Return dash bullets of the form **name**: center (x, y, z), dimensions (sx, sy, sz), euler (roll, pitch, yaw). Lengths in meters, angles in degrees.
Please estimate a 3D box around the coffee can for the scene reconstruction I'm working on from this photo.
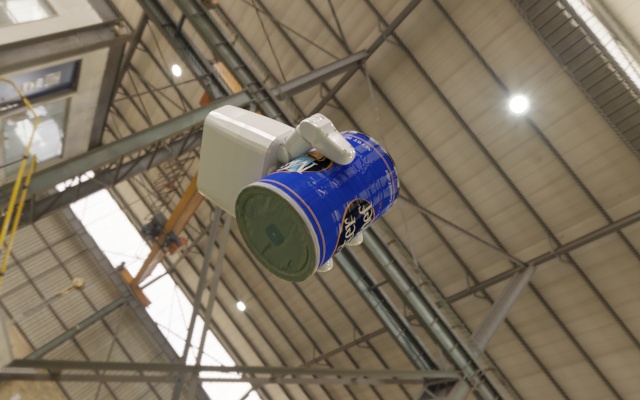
- **coffee can**: center (0.000, 0.002, 0.483), dimensions (0.103, 0.103, 0.140), euler (0, 26, 45)
